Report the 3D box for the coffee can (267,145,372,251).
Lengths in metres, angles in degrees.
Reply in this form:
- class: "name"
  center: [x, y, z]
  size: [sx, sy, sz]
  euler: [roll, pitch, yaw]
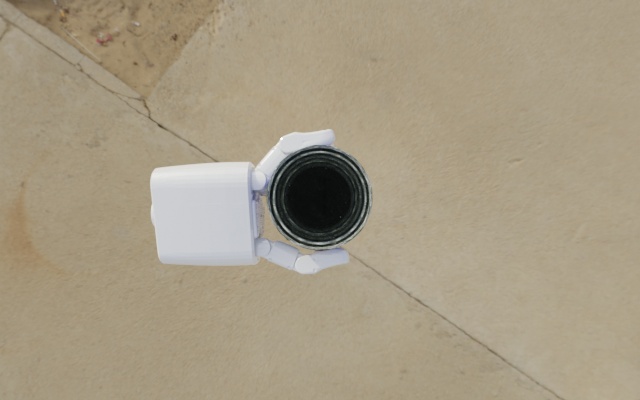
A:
- class: "coffee can"
  center: [0.000, 0.002, 0.526]
  size: [0.103, 0.103, 0.140]
  euler: [0, -4, 1]
